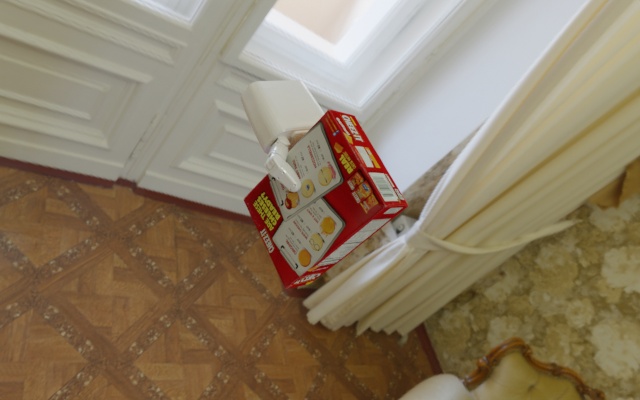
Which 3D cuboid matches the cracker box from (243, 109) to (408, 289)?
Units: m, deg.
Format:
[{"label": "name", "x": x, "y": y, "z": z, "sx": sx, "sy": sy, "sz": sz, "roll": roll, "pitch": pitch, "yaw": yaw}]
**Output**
[{"label": "cracker box", "x": 0.000, "y": 0.002, "z": 0.692, "sx": 0.072, "sy": 0.164, "sz": 0.214, "roll": 0, "pitch": -35, "yaw": -50}]
